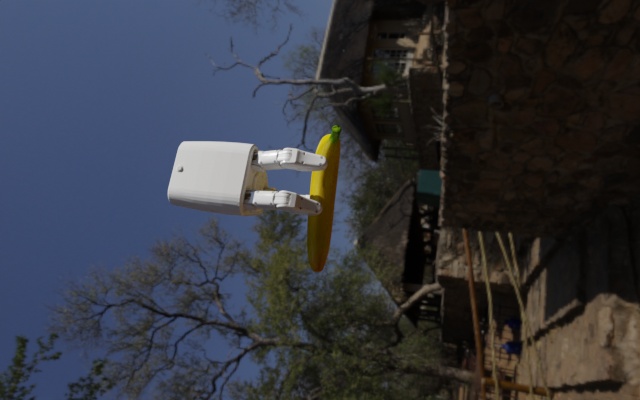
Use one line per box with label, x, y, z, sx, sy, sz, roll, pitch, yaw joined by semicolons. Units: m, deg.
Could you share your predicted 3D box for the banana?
banana;0.002;-0.004;0.656;0.037;0.198;0.069;6;9;4
